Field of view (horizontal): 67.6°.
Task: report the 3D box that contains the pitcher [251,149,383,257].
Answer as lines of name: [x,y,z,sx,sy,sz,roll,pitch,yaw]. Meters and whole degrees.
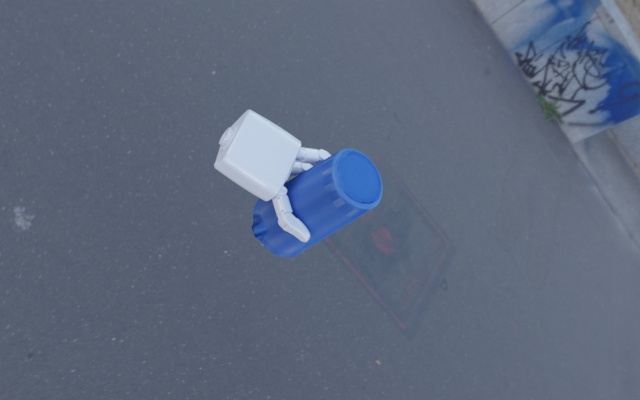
pitcher: [0.000,0.003,0.852,0.145,0.149,0.243,34,-38,-22]
